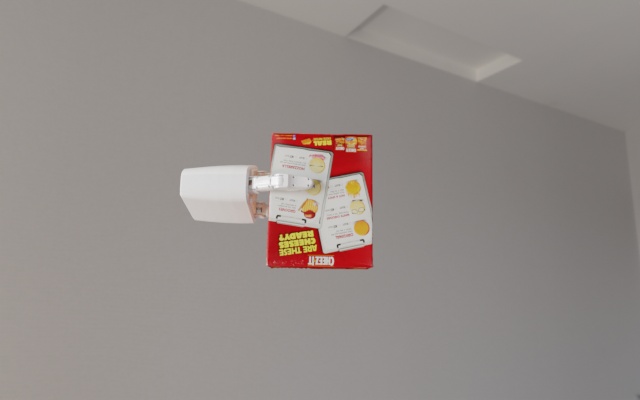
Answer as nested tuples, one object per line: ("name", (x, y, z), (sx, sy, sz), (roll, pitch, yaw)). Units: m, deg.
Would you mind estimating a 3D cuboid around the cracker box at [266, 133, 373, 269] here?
("cracker box", (0.000, 0.002, 0.769), (0.164, 0.213, 0.072), (1, -11, 1))
